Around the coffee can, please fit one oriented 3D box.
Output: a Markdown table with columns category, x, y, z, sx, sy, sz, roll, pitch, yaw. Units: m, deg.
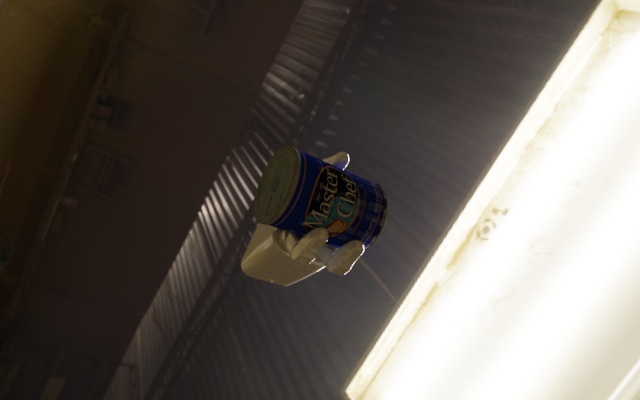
| category | x | y | z | sx | sy | sz | roll | pitch | yaw |
| --- | --- | --- | --- | --- | --- | --- | --- | --- | --- |
| coffee can | 0.000 | 0.002 | 0.618 | 0.140 | 0.103 | 0.103 | 21 | -10 | -28 |
